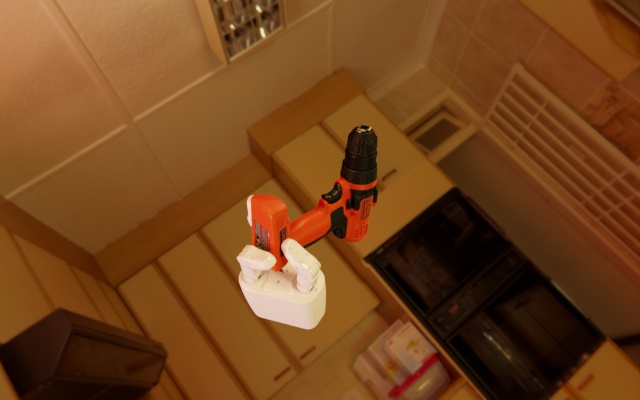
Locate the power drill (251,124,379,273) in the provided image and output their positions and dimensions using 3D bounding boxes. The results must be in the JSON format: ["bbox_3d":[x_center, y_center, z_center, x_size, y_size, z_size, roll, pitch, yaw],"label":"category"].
[{"bbox_3d":[0.000,0.002,0.635,0.187,0.185,0.057,-22,41,-31],"label":"power drill"}]
